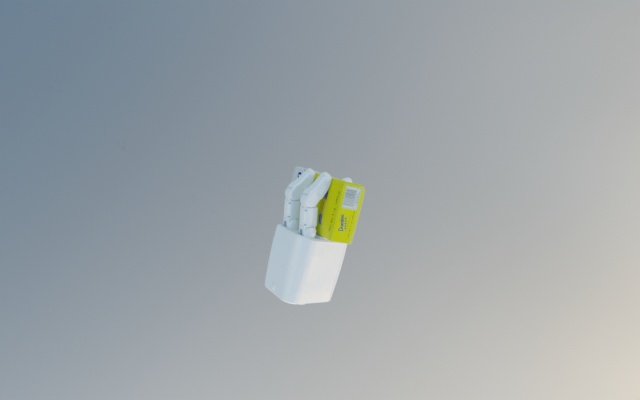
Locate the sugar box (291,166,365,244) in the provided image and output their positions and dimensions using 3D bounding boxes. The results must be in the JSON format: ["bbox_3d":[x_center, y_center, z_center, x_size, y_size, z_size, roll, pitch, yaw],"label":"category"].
[{"bbox_3d":[0.000,0.003,0.784,0.048,0.093,0.176,11,5,-32],"label":"sugar box"}]
